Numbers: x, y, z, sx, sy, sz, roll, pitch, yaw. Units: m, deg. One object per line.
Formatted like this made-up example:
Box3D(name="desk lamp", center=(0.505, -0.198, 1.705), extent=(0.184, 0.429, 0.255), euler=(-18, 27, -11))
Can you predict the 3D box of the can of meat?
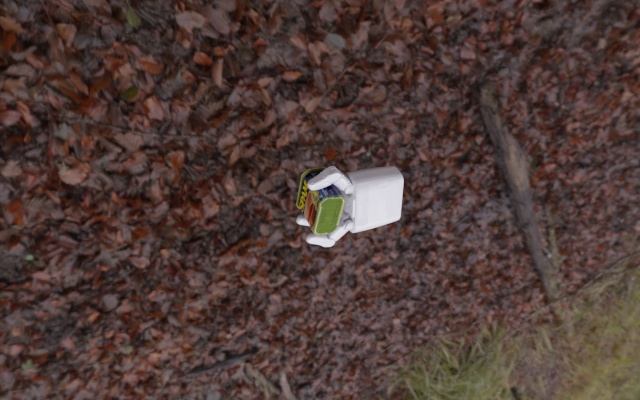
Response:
Box3D(name="can of meat", center=(0.000, 0.003, 0.893), extent=(0.057, 0.102, 0.084), euler=(-9, 45, -24))
